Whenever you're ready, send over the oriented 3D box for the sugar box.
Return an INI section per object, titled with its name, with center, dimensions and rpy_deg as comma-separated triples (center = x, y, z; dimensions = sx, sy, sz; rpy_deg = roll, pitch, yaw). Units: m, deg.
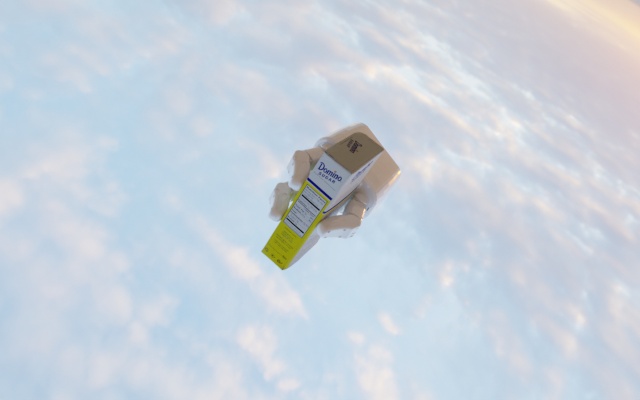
[sugar box]
center = 0.000, 0.002, 0.580
dimensions = 0.048, 0.176, 0.093
rpy_deg = 39, 35, 10
